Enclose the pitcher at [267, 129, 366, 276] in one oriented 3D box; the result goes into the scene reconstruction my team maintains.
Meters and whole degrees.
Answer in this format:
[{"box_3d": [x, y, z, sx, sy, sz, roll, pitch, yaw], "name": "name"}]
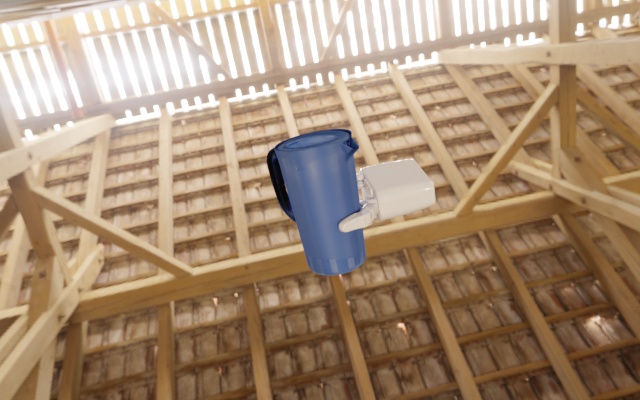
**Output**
[{"box_3d": [0.000, 0.003, 0.842, 0.145, 0.243, 0.149, -14, 19, -9], "name": "pitcher"}]
